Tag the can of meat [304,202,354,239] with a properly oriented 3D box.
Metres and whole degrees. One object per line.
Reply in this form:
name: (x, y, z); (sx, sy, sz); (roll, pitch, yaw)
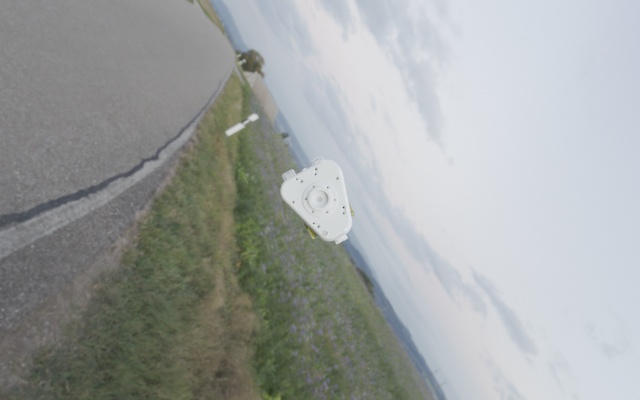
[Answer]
can of meat: (0.000, 0.003, 0.831); (0.084, 0.102, 0.057); (-28, -8, 0)
